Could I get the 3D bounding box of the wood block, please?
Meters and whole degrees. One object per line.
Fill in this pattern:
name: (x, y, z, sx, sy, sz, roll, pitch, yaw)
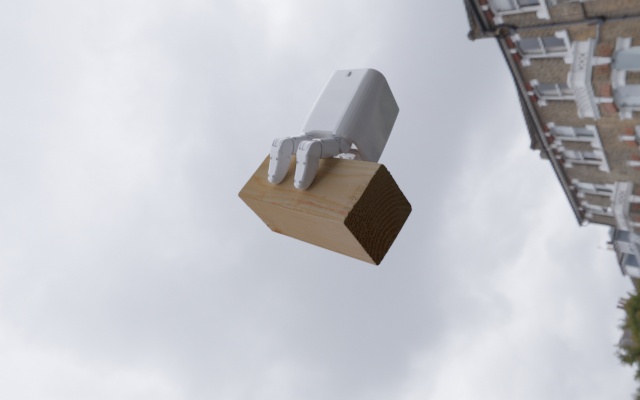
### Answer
wood block: (0.000, 0.002, 0.622, 0.206, 0.090, 0.091, 13, -29, 47)
